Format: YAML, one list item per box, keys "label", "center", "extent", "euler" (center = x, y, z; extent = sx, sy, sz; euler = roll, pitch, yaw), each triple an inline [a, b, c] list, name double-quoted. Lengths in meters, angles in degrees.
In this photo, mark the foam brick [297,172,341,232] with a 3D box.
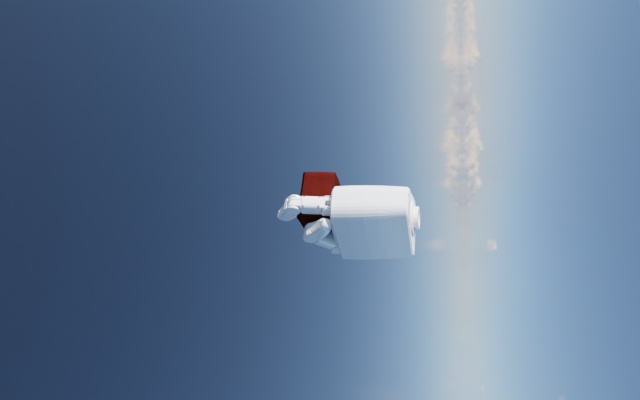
- label: "foam brick"
  center: [0.000, 0.002, 0.716]
  extent: [0.051, 0.078, 0.053]
  euler: [-2, -29, 16]
